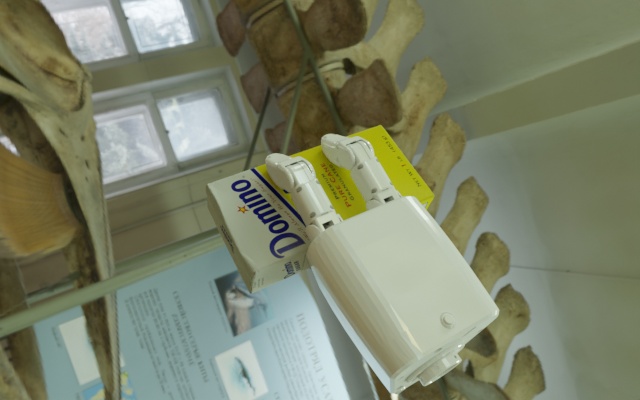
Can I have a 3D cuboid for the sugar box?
[{"bbox_3d":[0.000,0.001,0.417,0.176,0.093,0.048,-21,-28,-24],"label":"sugar box"}]
